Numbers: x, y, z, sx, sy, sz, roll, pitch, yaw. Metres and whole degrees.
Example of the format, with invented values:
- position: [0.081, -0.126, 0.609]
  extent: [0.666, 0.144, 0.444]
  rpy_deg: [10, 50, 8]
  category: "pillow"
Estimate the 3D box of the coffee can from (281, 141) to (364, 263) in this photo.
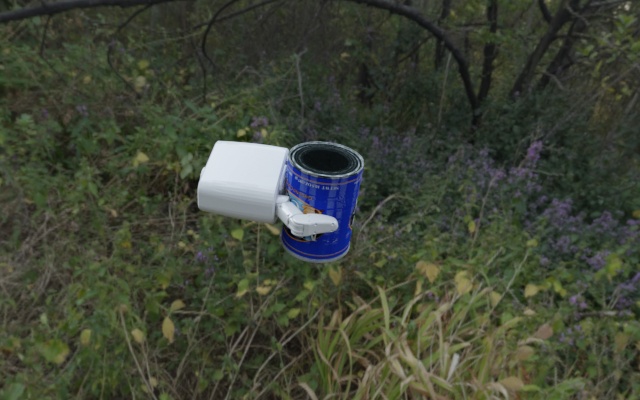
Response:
- position: [0.000, 0.002, 0.672]
  extent: [0.103, 0.140, 0.102]
  rpy_deg: [5, 32, -3]
  category: "coffee can"
